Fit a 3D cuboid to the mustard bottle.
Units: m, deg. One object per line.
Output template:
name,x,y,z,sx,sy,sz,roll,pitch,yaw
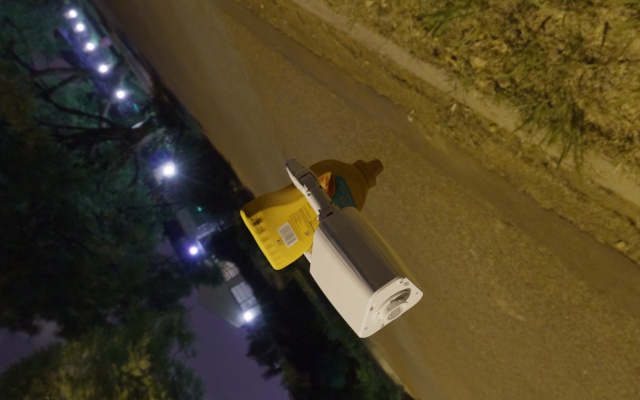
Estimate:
mustard bottle,0.000,0.002,0.617,0.191,0.096,0.058,-32,31,-10
